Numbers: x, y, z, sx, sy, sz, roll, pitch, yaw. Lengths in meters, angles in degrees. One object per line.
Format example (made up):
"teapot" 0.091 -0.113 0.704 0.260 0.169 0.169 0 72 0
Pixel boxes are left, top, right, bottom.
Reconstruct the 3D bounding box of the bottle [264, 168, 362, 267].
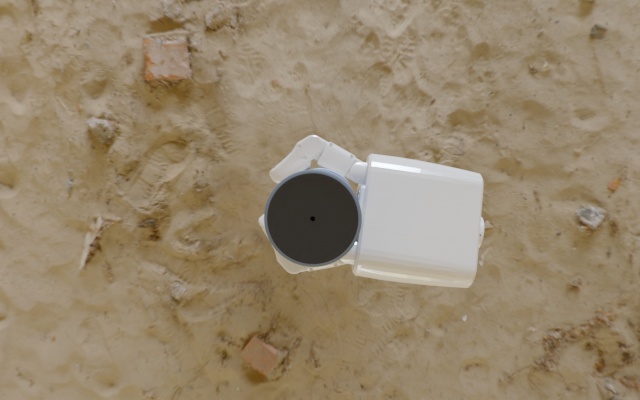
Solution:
"bottle" 0.000 0.002 0.468 0.069 0.069 0.295 0 4 2
